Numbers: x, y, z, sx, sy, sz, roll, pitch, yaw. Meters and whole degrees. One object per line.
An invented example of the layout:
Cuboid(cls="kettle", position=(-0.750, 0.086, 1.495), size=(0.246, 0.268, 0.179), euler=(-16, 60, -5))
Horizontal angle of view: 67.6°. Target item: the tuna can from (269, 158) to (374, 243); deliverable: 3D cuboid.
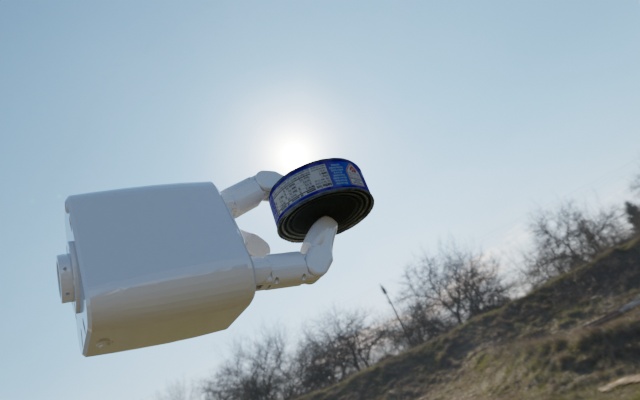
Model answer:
Cuboid(cls="tuna can", position=(0.000, 0.001, 0.407), size=(0.086, 0.033, 0.086), euler=(-16, -27, -8))
